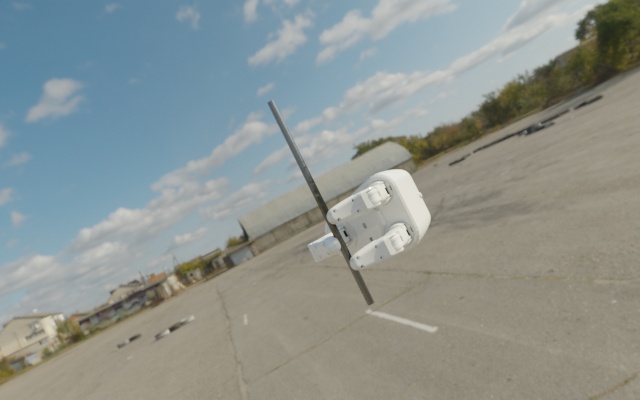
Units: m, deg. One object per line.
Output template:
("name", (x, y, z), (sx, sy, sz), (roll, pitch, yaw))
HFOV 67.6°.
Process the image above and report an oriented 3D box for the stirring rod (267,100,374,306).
("stirring rod", (0.000, 0.002, 0.509), (0.011, 0.239, 0.011), (-26, -2, -1))
